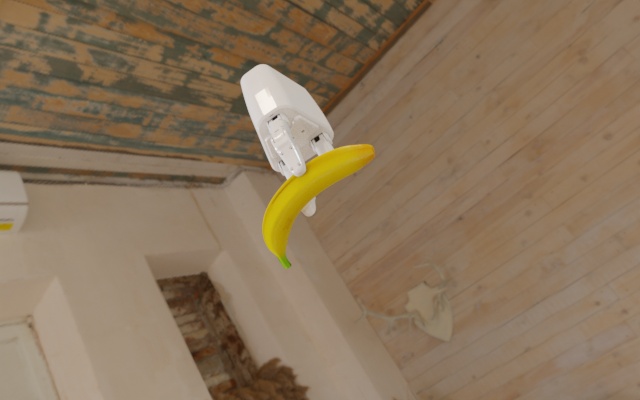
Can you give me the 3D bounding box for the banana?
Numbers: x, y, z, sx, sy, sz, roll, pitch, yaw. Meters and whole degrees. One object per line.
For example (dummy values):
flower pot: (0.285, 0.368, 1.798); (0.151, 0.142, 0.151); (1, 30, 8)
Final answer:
banana: (-0.017, -0.003, 0.578); (0.070, 0.198, 0.037); (26, 27, -24)
